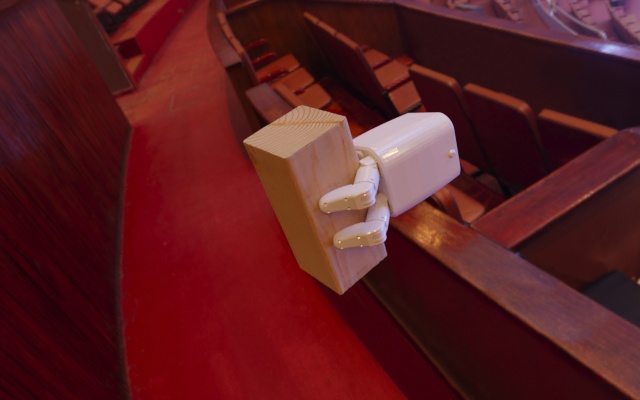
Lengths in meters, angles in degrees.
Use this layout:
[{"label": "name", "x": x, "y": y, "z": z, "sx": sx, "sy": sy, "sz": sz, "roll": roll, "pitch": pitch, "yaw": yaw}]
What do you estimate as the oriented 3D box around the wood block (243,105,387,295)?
[{"label": "wood block", "x": 0.000, "y": 0.001, "z": 0.583, "sx": 0.090, "sy": 0.206, "sz": 0.090, "roll": -37, "pitch": 37, "yaw": -22}]
